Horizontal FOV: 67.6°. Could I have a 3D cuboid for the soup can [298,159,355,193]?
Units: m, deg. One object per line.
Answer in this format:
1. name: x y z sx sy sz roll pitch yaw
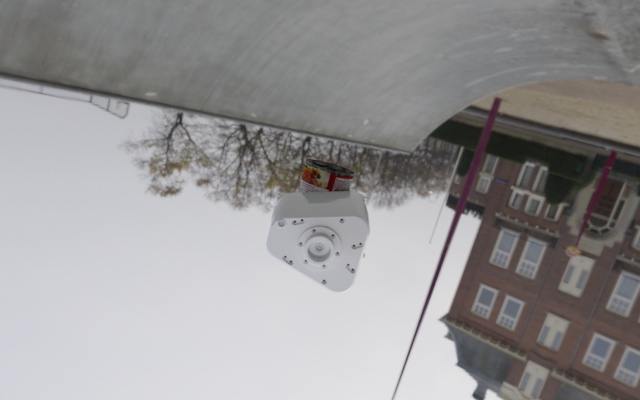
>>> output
1. soup can: 0.000 0.002 0.649 0.068 0.102 0.068 15 12 -3
